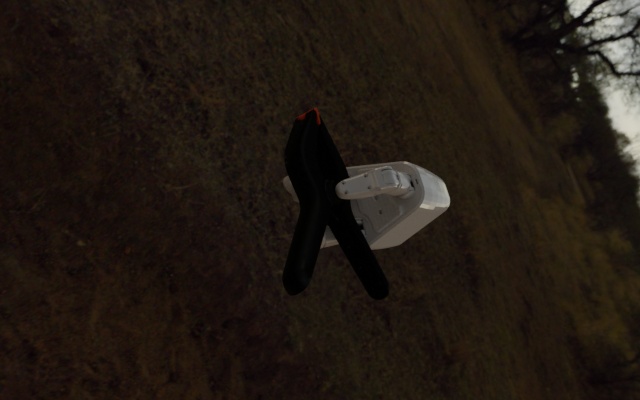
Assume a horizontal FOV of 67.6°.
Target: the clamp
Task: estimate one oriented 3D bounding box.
[{"bbox_3d":[0.001,0.001,0.474,0.036,0.210,0.164,-23,-16,28],"label":"clamp"}]
